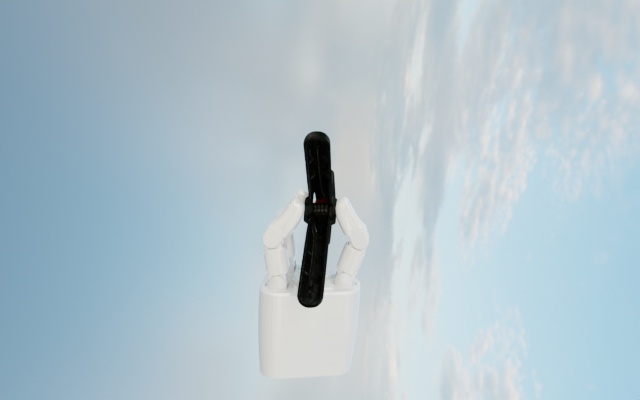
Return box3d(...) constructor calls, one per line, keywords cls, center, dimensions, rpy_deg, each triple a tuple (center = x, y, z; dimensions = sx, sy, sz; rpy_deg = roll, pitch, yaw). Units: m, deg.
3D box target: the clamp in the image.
box3d(cls="clamp", center=(0.001, 0.002, 0.525), dimensions=(0.036, 0.164, 0.210), rpy_deg=(4, 12, 4))
